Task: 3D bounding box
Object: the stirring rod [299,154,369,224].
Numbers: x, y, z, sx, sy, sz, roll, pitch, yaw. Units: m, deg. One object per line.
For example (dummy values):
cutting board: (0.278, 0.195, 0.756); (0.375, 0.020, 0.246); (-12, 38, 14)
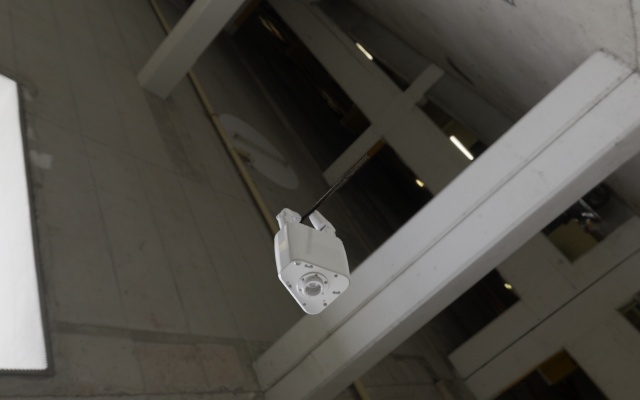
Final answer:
stirring rod: (0.000, 0.003, 0.862); (0.239, 0.011, 0.011); (-44, -15, 16)
